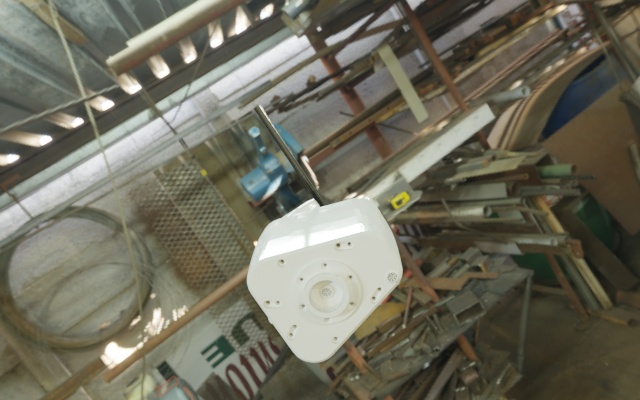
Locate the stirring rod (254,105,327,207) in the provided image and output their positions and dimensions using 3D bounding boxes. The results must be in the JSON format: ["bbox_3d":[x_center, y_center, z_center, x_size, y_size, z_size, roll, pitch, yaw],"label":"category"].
[{"bbox_3d":[0.000,0.002,0.513,0.011,0.239,0.011,-33,9,6],"label":"stirring rod"}]
